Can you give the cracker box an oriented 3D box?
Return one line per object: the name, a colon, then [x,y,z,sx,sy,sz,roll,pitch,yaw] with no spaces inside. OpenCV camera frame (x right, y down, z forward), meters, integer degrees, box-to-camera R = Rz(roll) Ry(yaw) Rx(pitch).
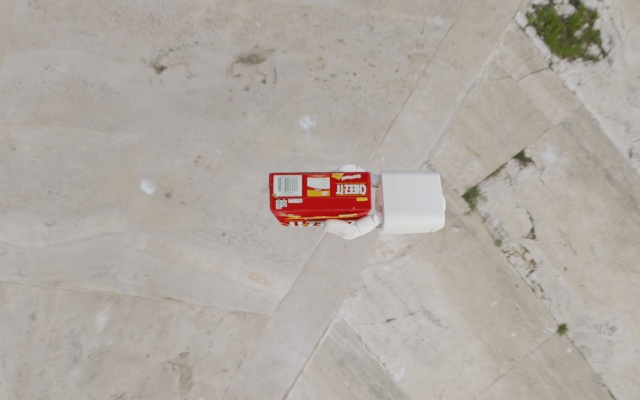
cracker box: [0.000,0.003,0.854,0.164,0.072,0.214,-1,-9,0]
